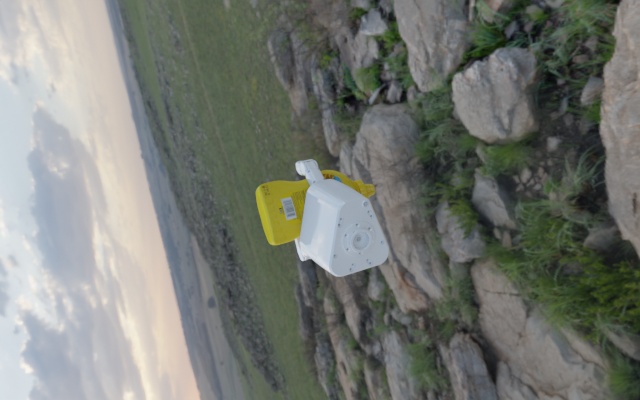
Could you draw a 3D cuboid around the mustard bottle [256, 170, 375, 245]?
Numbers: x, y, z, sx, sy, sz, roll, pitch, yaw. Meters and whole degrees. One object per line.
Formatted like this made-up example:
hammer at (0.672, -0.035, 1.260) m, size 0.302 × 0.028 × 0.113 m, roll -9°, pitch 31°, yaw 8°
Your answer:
mustard bottle at (0.000, 0.003, 0.761) m, size 0.191 × 0.096 × 0.058 m, roll -14°, pitch -6°, yaw -19°
